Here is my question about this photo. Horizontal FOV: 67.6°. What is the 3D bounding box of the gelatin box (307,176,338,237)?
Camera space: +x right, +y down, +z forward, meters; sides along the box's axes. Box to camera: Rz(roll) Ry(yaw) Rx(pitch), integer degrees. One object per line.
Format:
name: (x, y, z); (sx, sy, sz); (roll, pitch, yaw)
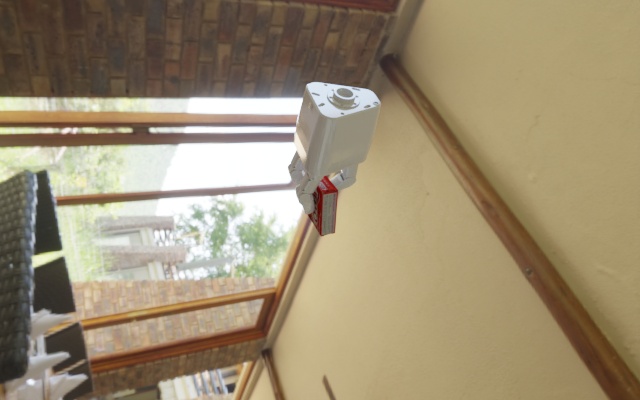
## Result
gelatin box: (0.001, 0.003, 0.797); (0.030, 0.089, 0.073); (-12, 36, -19)
